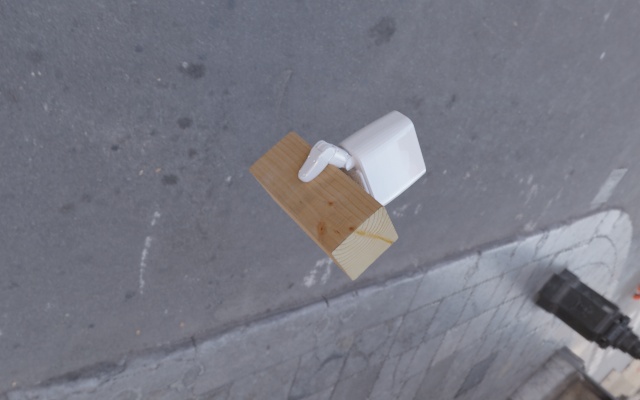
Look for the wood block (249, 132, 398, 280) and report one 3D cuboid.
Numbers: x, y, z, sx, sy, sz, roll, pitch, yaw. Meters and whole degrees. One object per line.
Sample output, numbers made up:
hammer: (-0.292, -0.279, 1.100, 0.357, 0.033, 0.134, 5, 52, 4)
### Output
wood block: (0.000, 0.002, 0.677, 0.206, 0.090, 0.091, 42, -9, 38)
